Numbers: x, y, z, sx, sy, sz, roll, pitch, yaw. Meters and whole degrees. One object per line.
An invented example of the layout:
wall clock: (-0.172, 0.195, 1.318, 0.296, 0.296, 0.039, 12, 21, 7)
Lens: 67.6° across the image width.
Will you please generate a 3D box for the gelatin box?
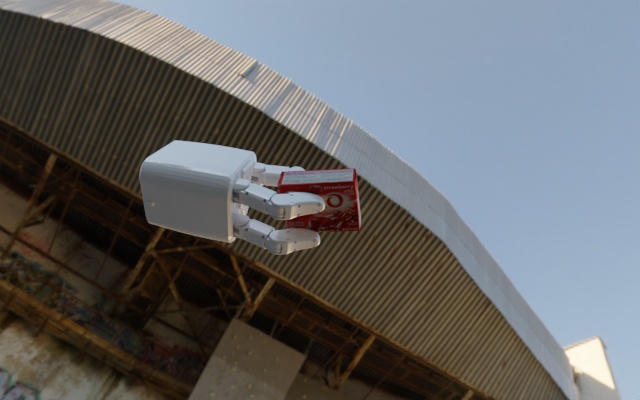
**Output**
gelatin box: (0.000, 0.002, 0.554, 0.089, 0.073, 0.030, -2, 38, 8)
